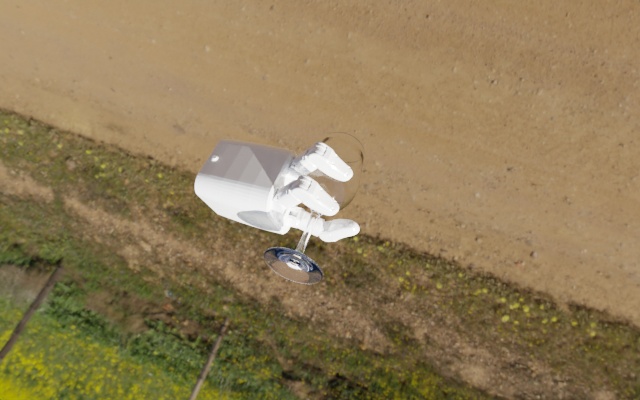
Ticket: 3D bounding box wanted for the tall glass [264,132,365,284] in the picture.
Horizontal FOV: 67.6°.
[{"bbox_3d":[0.000,0.003,0.612,0.079,0.201,0.079,16,-35,11],"label":"tall glass"}]
